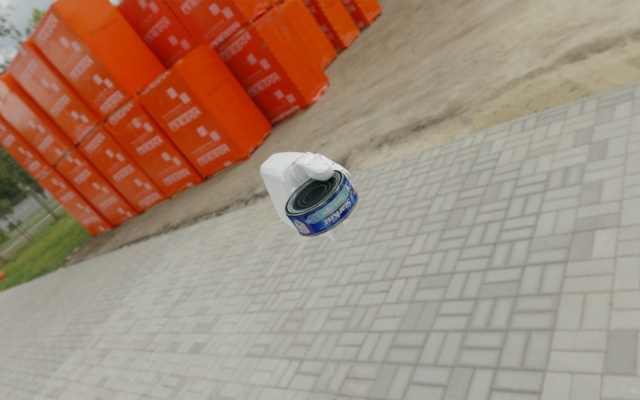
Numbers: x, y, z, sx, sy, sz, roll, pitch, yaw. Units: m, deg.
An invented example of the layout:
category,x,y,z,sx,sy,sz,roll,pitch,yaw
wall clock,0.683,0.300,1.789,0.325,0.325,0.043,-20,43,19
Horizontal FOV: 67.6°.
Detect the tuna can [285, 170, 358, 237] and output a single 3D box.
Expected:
category,x,y,z,sx,sy,sz,roll,pitch,yaw
tuna can,0.000,0.001,0.568,0.086,0.034,0.086,-28,25,15
